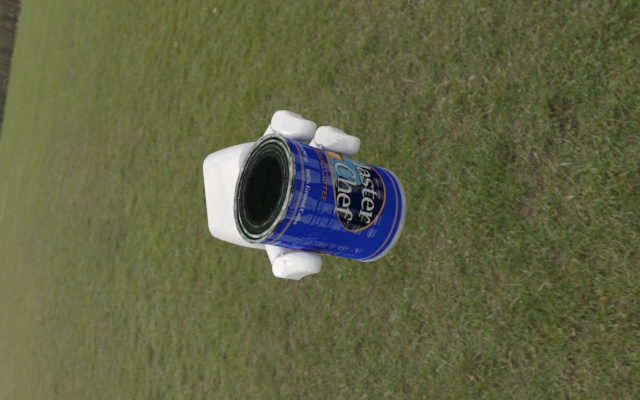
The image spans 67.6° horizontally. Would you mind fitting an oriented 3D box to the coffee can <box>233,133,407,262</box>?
[{"bbox_3d":[0.000,0.002,0.473,0.140,0.103,0.103,14,-8,-36],"label":"coffee can"}]
